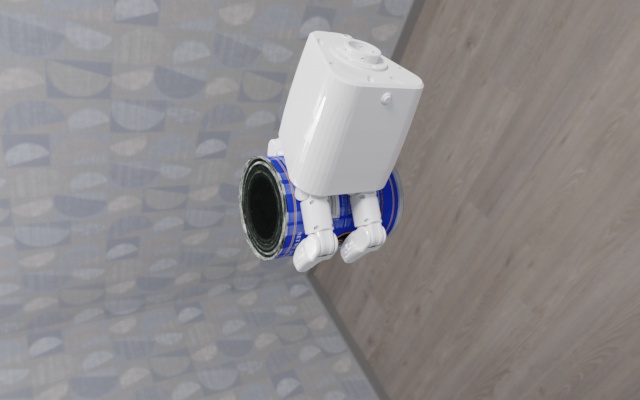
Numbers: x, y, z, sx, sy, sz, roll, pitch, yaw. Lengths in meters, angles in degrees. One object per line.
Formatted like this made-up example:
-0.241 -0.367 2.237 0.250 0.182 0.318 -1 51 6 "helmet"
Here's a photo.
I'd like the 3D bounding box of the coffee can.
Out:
0.000 0.002 0.498 0.140 0.103 0.103 -6 3 -32 "coffee can"
